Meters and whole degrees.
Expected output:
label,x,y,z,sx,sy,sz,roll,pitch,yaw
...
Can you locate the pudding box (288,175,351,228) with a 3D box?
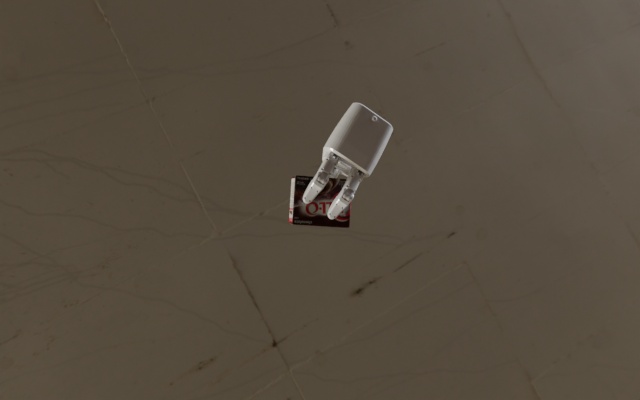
label,x,y,z,sx,sy,sz,roll,pitch,yaw
pudding box,0.000,0.003,0.878,0.113,0.090,0.039,4,-2,-15
